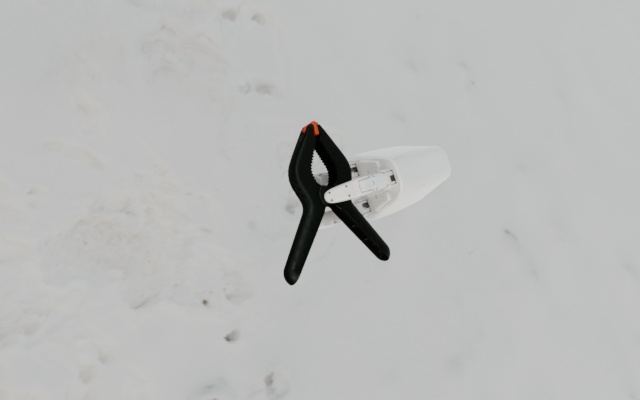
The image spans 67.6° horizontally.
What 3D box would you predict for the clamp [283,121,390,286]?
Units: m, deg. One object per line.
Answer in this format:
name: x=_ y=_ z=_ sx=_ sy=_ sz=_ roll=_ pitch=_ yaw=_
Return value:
clamp: x=0.001 y=0.001 z=0.625 sx=0.164 sy=0.210 sz=0.036 roll=-17 pitch=-2 yaw=-35
